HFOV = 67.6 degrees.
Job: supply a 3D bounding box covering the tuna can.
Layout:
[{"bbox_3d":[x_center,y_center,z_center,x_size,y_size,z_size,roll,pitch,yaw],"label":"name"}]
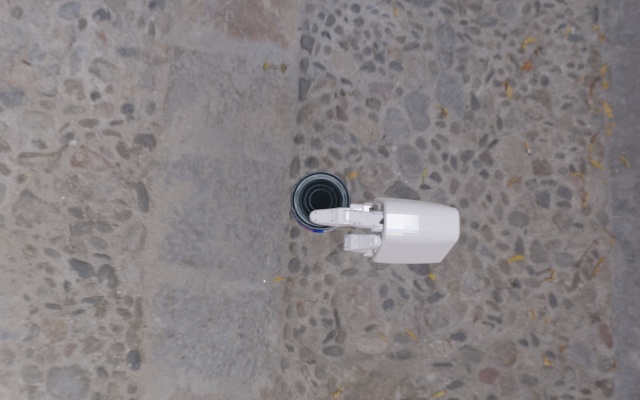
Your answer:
[{"bbox_3d":[0.000,0.002,0.676,0.086,0.086,0.034,0,-10,-1],"label":"tuna can"}]
